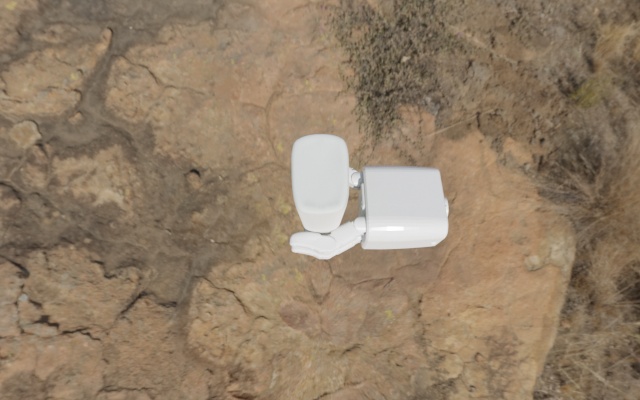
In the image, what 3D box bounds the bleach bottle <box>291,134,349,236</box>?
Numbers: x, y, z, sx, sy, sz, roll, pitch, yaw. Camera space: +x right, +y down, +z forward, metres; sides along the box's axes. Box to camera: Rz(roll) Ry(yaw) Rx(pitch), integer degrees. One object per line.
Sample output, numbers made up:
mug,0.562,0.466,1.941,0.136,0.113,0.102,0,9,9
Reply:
bleach bottle,0.000,0.002,0.666,0.068,0.102,0.251,-1,-15,0
